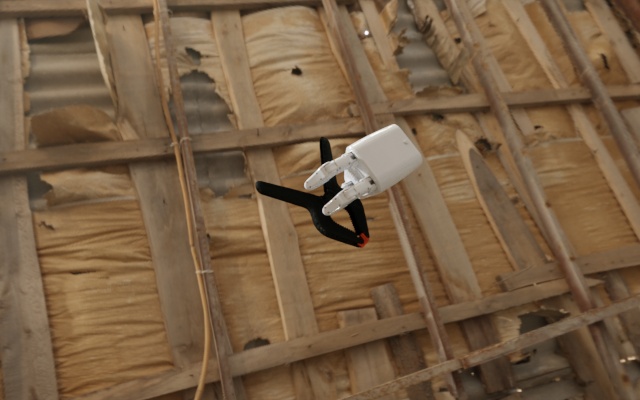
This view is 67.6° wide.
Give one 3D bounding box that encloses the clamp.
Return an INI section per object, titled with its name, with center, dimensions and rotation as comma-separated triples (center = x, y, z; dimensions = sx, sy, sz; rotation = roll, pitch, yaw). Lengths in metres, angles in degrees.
[clamp]
center = 0.000, 0.003, 0.828
dimensions = 0.164, 0.210, 0.036
rotation = -31, -14, -21
